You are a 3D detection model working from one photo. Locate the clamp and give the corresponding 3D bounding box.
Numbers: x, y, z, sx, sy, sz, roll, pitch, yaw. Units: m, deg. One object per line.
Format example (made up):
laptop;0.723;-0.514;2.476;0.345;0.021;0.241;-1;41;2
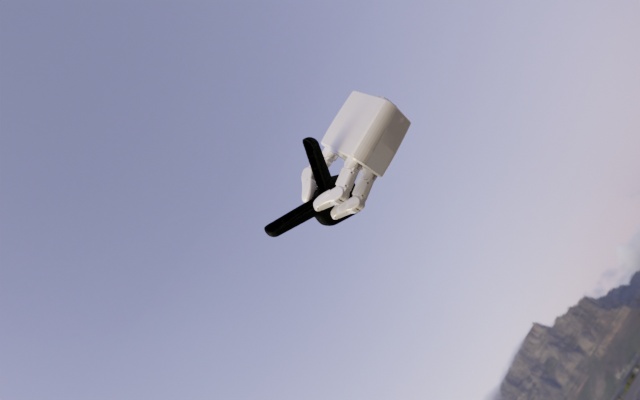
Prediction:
clamp;0.000;0.002;0.798;0.036;0.164;0.210;31;2;37
